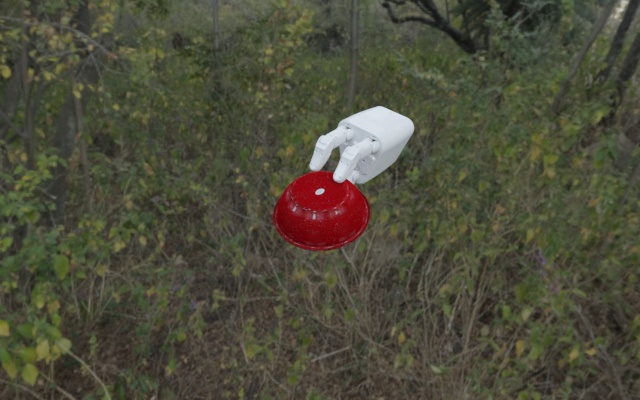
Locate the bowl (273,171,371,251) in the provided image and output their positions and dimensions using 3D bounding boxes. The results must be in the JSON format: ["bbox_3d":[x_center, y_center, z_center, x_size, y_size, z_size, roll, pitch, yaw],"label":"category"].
[{"bbox_3d":[-0.001,0.003,0.769,0.162,0.162,0.055,0,-44,5],"label":"bowl"}]
